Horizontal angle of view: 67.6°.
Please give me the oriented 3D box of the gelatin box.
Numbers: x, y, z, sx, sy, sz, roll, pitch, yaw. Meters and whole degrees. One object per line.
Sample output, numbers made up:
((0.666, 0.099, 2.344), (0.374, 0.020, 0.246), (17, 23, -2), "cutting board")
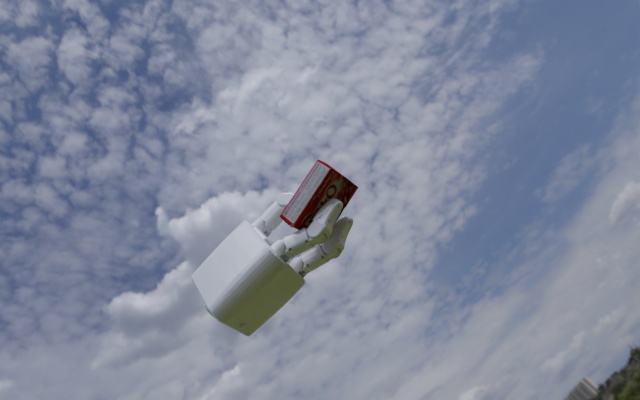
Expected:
((0.000, 0.002, 0.611), (0.030, 0.089, 0.073), (35, 2, 37), "gelatin box")
